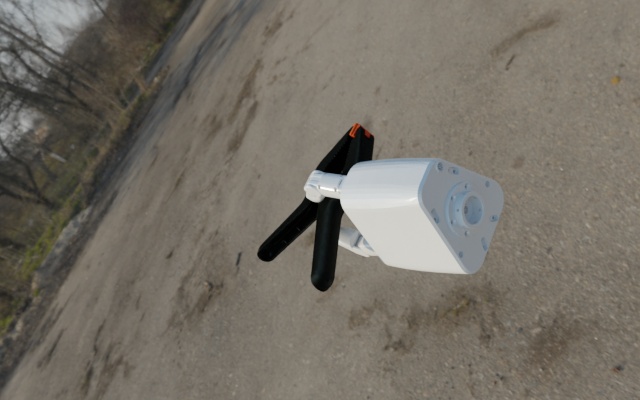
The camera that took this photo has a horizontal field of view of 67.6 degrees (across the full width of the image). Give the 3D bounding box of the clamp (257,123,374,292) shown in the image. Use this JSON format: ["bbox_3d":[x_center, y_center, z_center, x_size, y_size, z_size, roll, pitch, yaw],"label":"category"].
[{"bbox_3d":[0.000,0.001,0.584,0.036,0.210,0.164,34,-18,-29],"label":"clamp"}]
